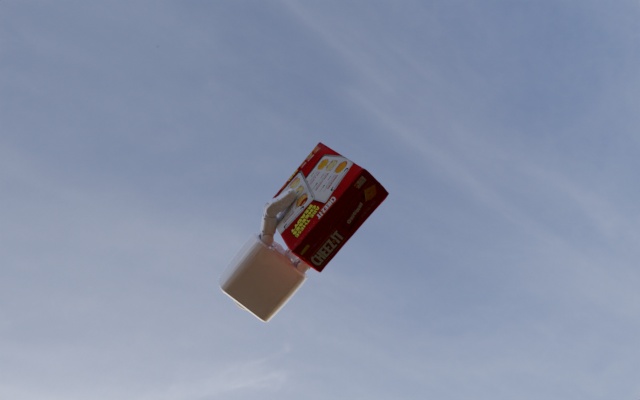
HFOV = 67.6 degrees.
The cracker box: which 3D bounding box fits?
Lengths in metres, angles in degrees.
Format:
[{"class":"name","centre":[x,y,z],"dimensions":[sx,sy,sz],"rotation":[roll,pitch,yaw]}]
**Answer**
[{"class":"cracker box","centre":[0.000,0.002,0.798],"dimensions":[0.072,0.164,0.213],"rotation":[40,2,-25]}]
